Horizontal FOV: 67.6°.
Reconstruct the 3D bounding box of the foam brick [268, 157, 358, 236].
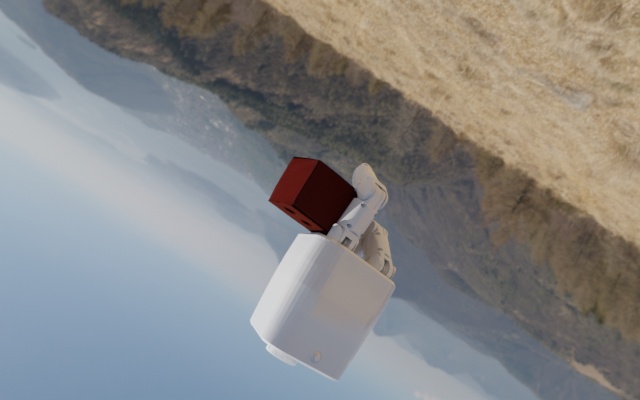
[{"bbox_3d":[0.000,0.001,0.459,0.078,0.051,0.053,38,-12,-28],"label":"foam brick"}]
